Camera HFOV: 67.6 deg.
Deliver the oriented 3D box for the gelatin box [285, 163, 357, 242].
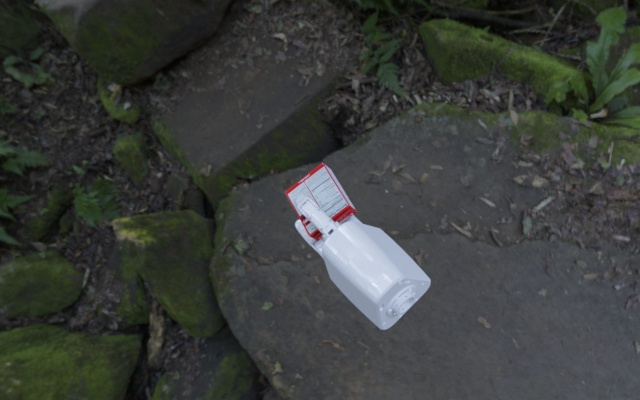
[{"bbox_3d":[0.000,0.002,0.687,0.073,0.089,0.030,-38,-31,11],"label":"gelatin box"}]
